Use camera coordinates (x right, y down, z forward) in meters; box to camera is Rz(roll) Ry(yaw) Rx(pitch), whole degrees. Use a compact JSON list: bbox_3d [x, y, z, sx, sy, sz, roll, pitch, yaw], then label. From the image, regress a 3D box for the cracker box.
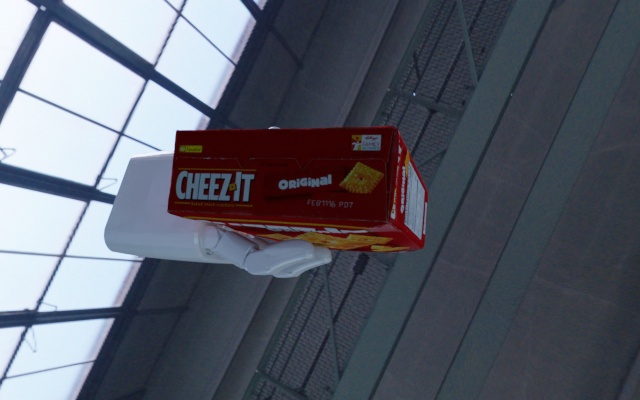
[{"bbox_3d":[0.000,0.001,0.415,0.164,0.072,0.214,1,-9,18],"label":"cracker box"}]
